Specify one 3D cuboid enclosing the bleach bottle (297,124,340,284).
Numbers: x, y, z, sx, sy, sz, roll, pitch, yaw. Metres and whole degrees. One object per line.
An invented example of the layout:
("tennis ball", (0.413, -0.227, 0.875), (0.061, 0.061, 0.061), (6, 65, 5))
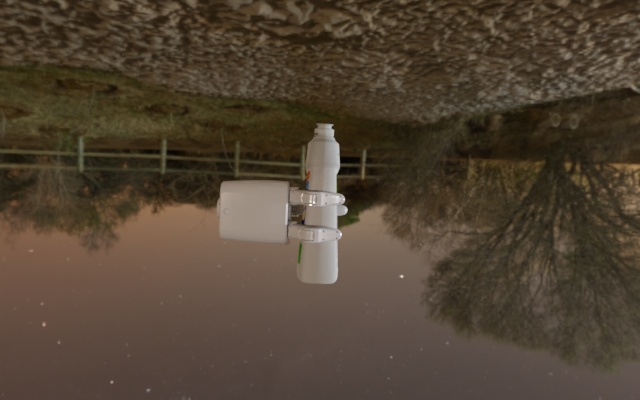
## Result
("bleach bottle", (0.000, 0.003, 0.781), (0.068, 0.251, 0.102), (3, 5, -3))
